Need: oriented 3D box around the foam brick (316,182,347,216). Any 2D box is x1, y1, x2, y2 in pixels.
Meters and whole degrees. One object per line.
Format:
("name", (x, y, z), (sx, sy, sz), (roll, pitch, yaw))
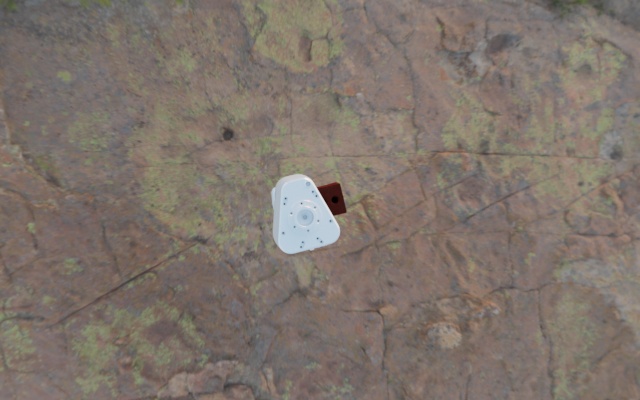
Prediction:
("foam brick", (0.000, 0.003, 0.824), (0.078, 0.053, 0.051), (-14, 6, -7))
